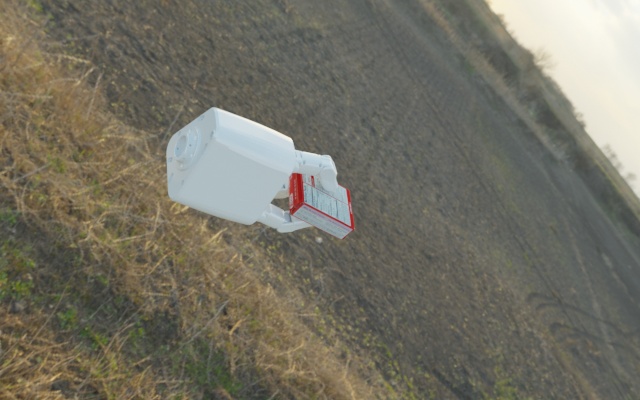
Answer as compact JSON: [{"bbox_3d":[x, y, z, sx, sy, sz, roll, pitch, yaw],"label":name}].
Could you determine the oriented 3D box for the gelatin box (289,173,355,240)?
[{"bbox_3d":[0.001,0.002,0.623,0.089,0.073,0.030,27,-53,-29],"label":"gelatin box"}]
